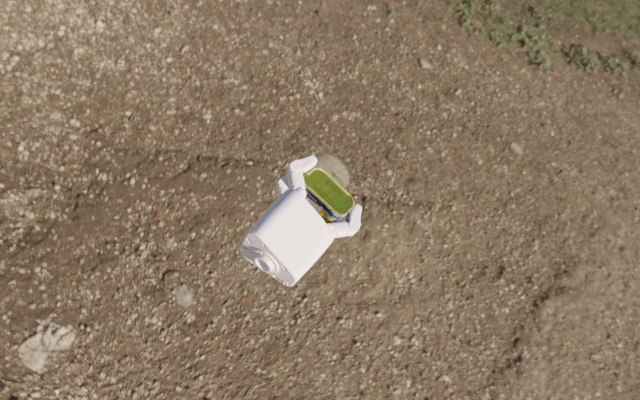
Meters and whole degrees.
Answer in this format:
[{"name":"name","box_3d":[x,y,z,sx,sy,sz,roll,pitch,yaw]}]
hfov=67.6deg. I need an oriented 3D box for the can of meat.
[{"name":"can of meat","box_3d":[0.000,0.003,0.826,0.057,0.102,0.084,-44,-5,-35]}]
